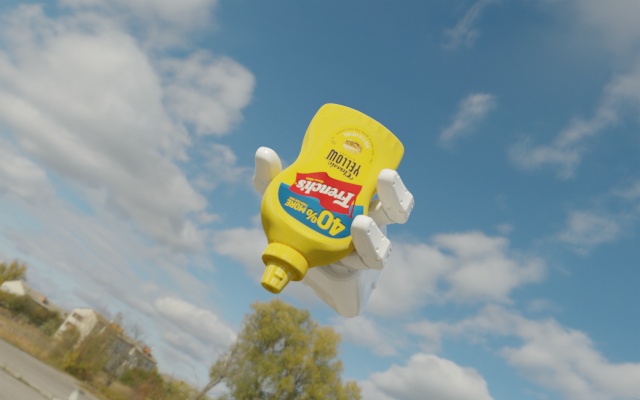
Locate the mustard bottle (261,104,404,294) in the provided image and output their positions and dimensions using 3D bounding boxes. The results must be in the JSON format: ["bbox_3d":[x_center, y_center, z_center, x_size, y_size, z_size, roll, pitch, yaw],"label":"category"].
[{"bbox_3d":[0.000,0.001,0.442,0.096,0.191,0.058,31,-29,-1],"label":"mustard bottle"}]
